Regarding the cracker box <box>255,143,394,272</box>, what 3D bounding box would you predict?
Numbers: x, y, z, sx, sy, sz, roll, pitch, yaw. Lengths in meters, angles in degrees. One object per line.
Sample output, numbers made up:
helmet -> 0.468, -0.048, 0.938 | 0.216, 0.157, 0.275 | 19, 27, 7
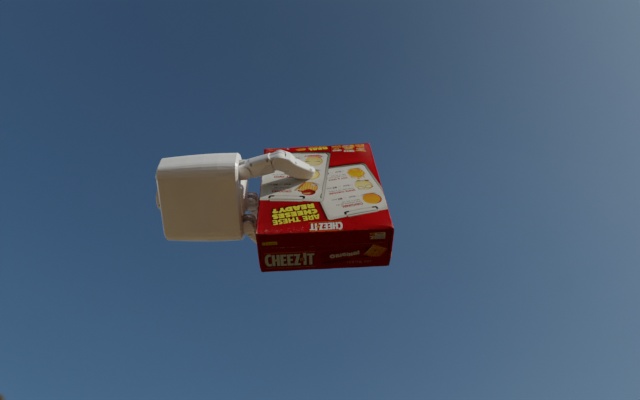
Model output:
cracker box -> 0.000, 0.002, 0.657 | 0.164, 0.072, 0.213 | -3, 35, -2
